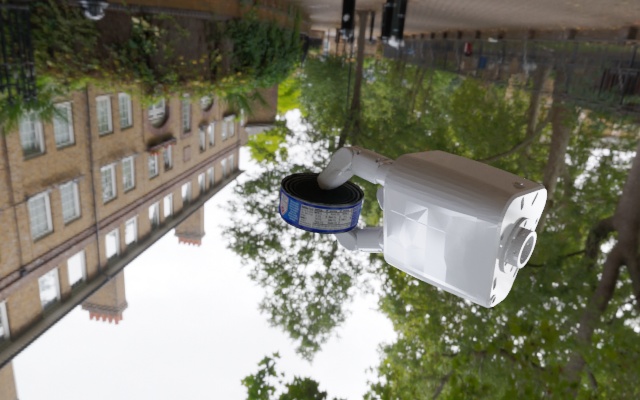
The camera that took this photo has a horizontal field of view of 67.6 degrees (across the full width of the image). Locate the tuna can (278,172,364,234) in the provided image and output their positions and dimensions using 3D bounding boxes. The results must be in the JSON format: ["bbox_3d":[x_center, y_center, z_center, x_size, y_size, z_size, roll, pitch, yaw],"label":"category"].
[{"bbox_3d":[0.000,0.002,0.491,0.086,0.034,0.086,8,22,-3],"label":"tuna can"}]
